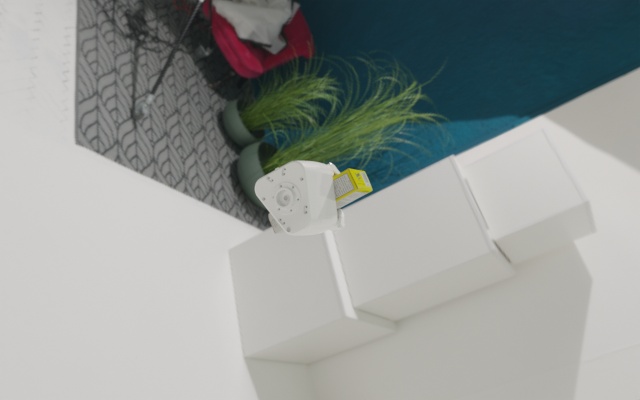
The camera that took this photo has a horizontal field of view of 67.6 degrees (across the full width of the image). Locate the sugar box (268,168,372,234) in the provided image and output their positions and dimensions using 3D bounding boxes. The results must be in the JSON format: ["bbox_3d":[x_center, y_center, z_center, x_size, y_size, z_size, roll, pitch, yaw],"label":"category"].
[{"bbox_3d":[0.000,0.002,0.861,0.176,0.048,0.093,-26,-10,20],"label":"sugar box"}]
